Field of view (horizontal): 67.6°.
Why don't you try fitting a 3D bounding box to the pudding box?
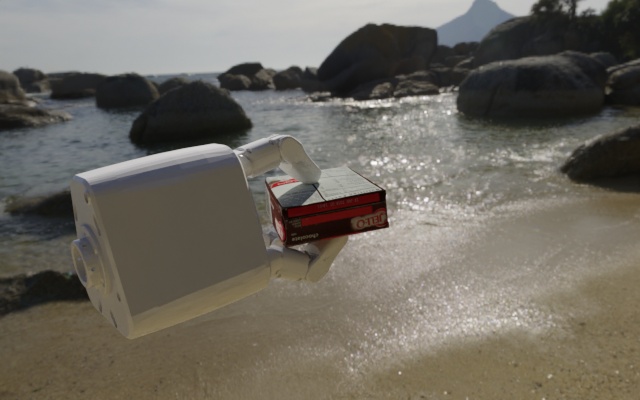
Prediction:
[{"bbox_3d":[0.000,0.001,0.433,0.090,0.039,0.113,-9,18,-12],"label":"pudding box"}]
